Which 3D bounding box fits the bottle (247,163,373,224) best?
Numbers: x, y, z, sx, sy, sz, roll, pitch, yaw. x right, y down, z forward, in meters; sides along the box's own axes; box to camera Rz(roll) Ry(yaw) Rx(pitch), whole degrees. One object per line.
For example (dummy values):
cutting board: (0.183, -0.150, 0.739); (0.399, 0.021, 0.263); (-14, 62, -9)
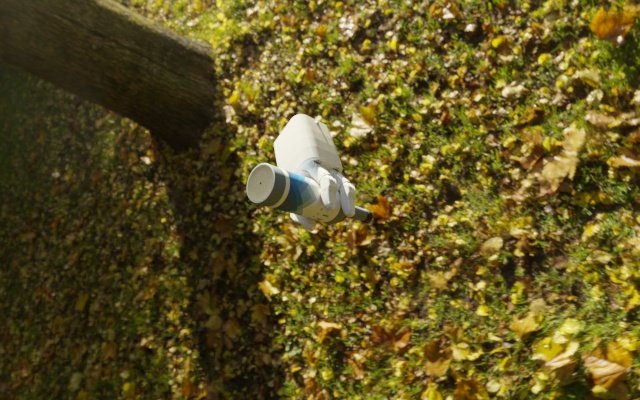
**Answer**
bottle: (0.000, 0.003, 0.864); (0.069, 0.069, 0.296); (0, -12, 42)
